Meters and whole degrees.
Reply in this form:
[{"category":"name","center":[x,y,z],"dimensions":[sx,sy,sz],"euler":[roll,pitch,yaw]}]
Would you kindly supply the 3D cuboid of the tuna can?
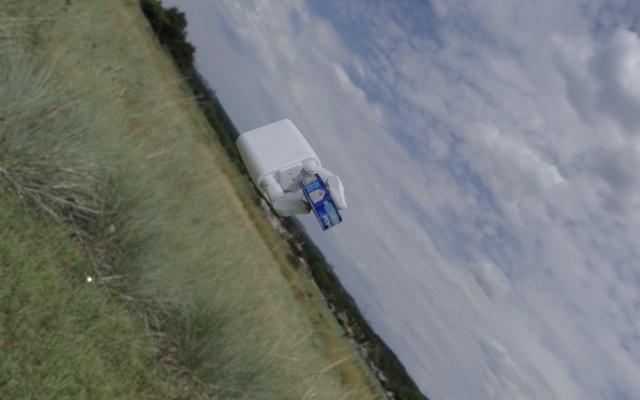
[{"category":"tuna can","center":[0.001,0.002,0.727],"dimensions":[0.034,0.086,0.086],"euler":[-28,1,-2]}]
